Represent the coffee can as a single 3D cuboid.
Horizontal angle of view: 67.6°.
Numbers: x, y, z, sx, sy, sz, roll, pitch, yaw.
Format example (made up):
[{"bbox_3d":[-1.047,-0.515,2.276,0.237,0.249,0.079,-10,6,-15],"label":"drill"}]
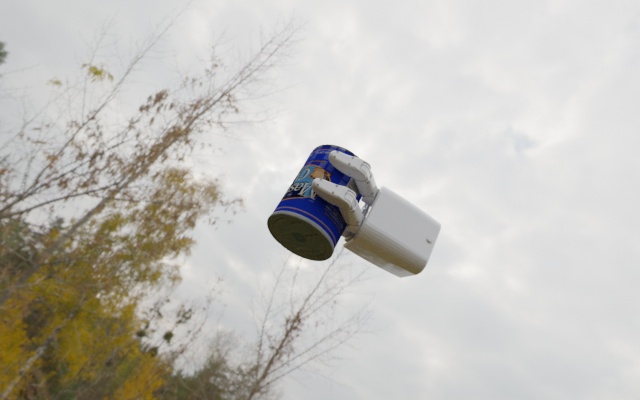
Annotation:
[{"bbox_3d":[0.000,0.002,0.697,0.103,0.140,0.103,21,-33,15],"label":"coffee can"}]
